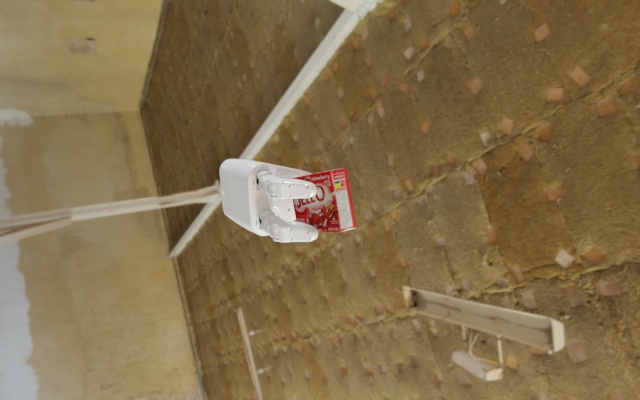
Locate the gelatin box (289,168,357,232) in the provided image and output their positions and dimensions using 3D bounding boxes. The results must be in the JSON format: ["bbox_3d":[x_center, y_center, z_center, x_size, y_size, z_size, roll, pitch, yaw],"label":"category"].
[{"bbox_3d":[0.001,0.002,0.590,0.030,0.073,0.089,-12,4,-38],"label":"gelatin box"}]
